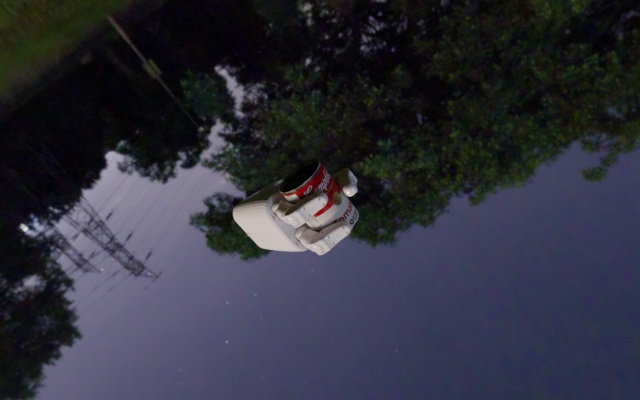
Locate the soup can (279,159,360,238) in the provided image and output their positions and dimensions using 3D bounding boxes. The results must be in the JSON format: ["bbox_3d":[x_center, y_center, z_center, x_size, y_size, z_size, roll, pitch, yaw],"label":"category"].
[{"bbox_3d":[0.001,0.002,0.666,0.068,0.102,0.068,-32,25,16],"label":"soup can"}]
